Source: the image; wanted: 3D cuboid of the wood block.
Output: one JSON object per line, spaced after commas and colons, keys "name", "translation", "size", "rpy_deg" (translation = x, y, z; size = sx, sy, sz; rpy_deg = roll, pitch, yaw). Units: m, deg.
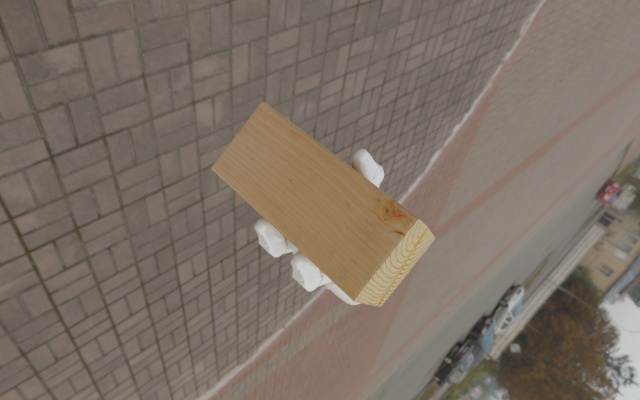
{"name": "wood block", "translation": [0.001, 0.002, 0.480], "size": [0.206, 0.091, 0.090], "rpy_deg": [39, 3, 27]}
